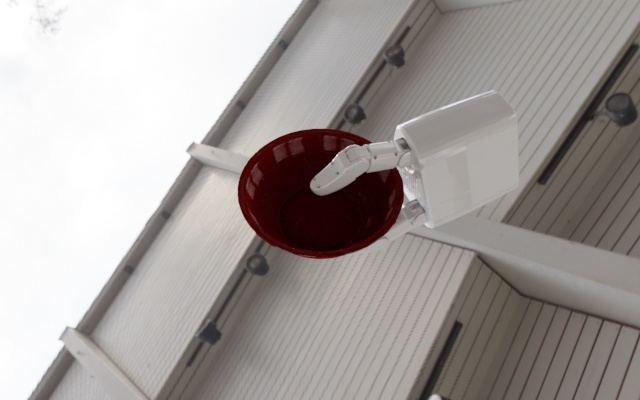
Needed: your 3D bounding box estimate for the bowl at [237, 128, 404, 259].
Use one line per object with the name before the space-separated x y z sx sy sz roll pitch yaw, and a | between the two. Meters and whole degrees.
bowl | -0.001 0.002 0.484 0.162 0.162 0.055 0 -38 -1
